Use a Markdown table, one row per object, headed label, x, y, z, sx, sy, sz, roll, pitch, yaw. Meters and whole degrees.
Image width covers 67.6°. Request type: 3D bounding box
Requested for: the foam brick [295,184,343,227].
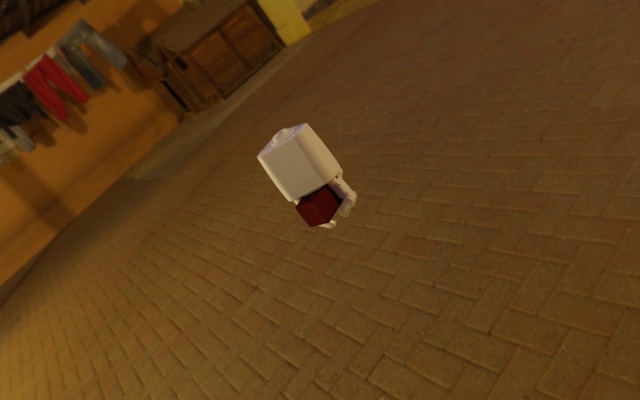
| label | x | y | z | sx | sy | sz | roll | pitch | yaw |
| --- | --- | --- | --- | --- | --- | --- | --- | --- | --- |
| foam brick | 0.000 | 0.003 | 0.886 | 0.053 | 0.051 | 0.078 | -18 | 27 | 42 |
